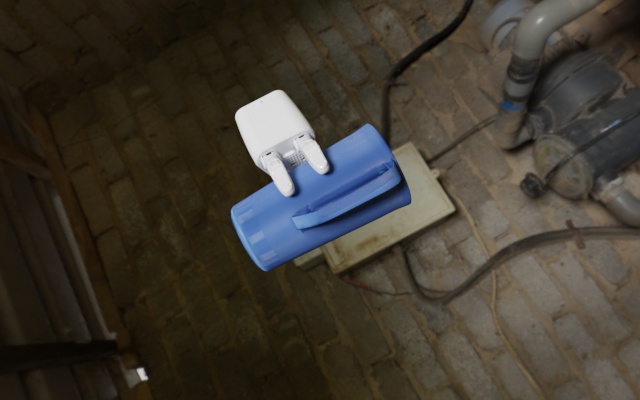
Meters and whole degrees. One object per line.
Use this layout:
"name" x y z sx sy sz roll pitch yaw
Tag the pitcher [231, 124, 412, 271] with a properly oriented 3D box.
"pitcher" 0.000 0.002 0.685 0.243 0.145 0.149 -29 -33 -2
